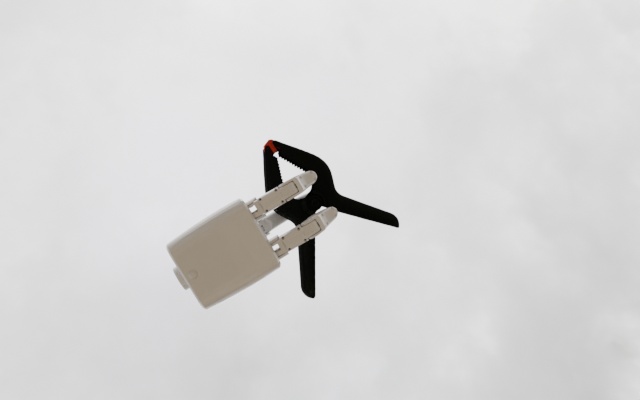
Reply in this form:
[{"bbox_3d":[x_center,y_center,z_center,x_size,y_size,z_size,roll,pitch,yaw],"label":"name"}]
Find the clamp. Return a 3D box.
[{"bbox_3d":[-0.001,0.002,0.642,0.164,0.210,0.036,-31,6,-13],"label":"clamp"}]
